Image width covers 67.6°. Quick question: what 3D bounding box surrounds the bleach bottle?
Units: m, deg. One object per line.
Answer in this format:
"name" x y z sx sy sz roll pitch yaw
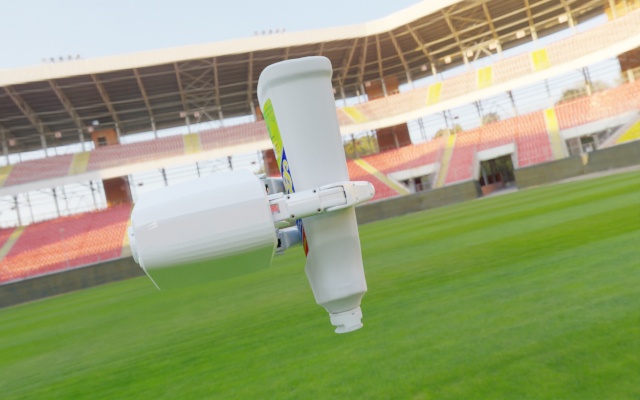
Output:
"bleach bottle" 0.000 0.001 0.458 0.068 0.251 0.102 -13 -2 -12
